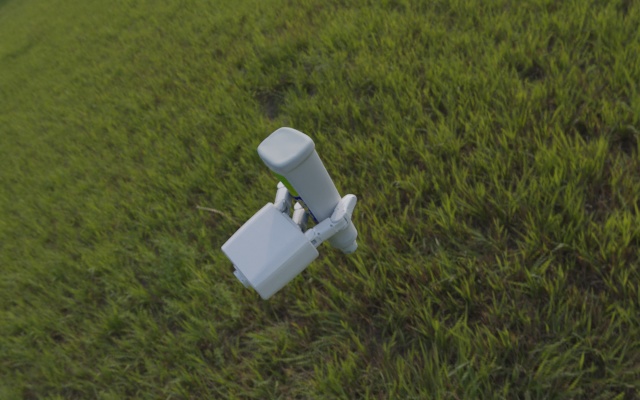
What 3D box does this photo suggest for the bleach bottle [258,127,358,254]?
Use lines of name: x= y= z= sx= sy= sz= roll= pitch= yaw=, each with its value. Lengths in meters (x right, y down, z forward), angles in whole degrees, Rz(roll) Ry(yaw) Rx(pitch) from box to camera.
bleach bottle: x=0.000 y=0.002 z=0.758 sx=0.068 sy=0.251 sz=0.102 roll=-41 pitch=37 yaw=-10
